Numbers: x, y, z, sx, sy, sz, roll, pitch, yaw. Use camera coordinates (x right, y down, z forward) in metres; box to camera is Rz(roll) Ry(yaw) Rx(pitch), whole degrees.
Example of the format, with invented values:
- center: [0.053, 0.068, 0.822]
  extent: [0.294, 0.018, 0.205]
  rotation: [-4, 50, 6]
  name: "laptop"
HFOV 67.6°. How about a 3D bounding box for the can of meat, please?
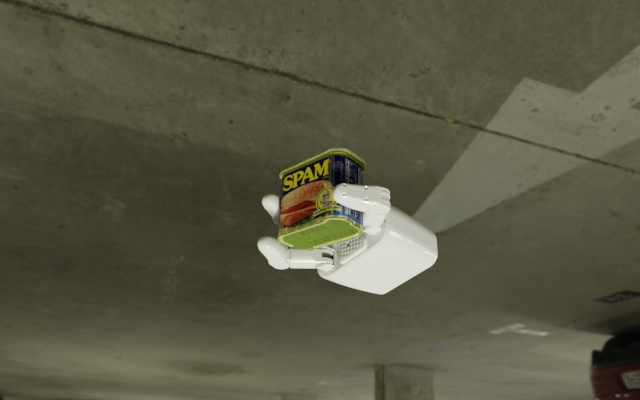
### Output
- center: [0.000, 0.002, 0.527]
  extent: [0.102, 0.084, 0.057]
  rotation: [-20, -34, 36]
  name: "can of meat"
